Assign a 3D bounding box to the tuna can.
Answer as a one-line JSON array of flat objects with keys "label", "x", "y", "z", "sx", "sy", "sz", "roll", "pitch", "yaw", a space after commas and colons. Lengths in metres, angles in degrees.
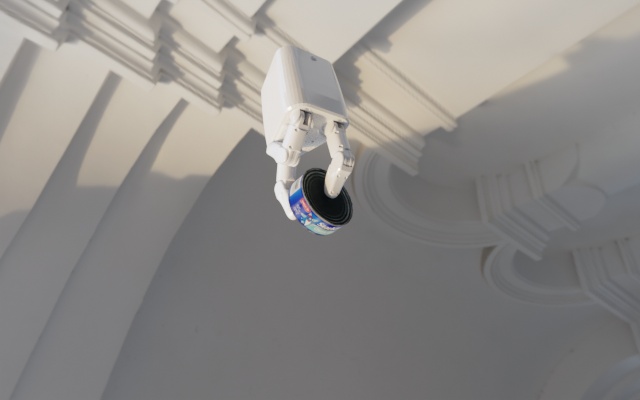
[{"label": "tuna can", "x": 0.000, "y": 0.002, "z": 0.625, "sx": 0.086, "sy": 0.086, "sz": 0.034, "roll": 0, "pitch": -29, "yaw": -47}]
